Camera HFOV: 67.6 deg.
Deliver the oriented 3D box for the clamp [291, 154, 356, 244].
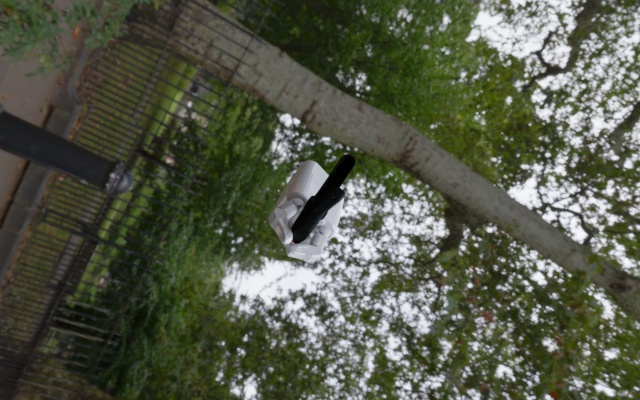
[{"bbox_3d":[0.000,0.003,0.756,0.171,0.039,0.120,-47,6,40],"label":"clamp"}]
